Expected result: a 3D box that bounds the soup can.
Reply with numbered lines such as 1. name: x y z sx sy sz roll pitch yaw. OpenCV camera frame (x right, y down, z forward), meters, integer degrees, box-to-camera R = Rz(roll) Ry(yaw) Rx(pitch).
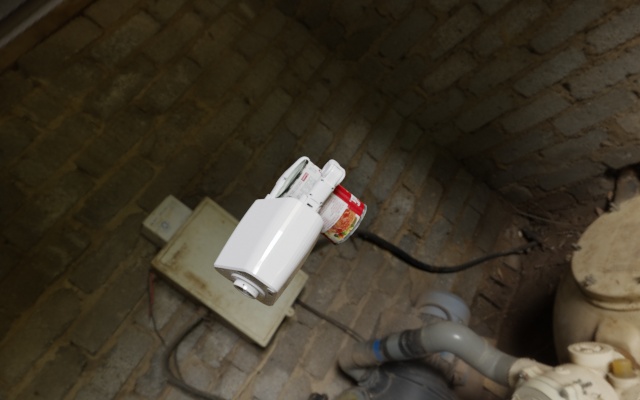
1. soup can: 0.000 0.001 0.626 0.102 0.068 0.068 38 -9 -11
